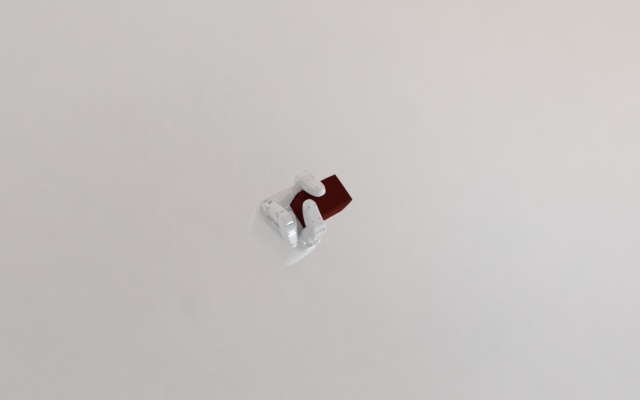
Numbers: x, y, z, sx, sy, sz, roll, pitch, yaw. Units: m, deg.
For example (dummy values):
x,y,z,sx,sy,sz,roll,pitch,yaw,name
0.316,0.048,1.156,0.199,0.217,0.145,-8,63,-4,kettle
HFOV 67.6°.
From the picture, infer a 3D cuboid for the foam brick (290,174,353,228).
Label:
x,y,z,sx,sy,sz,roll,pitch,yaw,name
0.000,0.002,0.764,0.078,0.053,0.051,-27,-12,-25,foam brick
